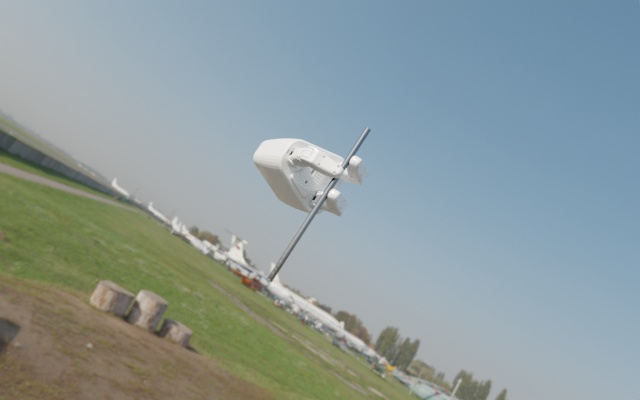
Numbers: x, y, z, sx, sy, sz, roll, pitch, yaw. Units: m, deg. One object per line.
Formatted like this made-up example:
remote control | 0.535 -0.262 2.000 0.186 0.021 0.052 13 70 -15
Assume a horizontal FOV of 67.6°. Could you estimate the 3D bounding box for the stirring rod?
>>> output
stirring rod | 0.000 0.002 0.623 0.011 0.239 0.011 32 -11 7
